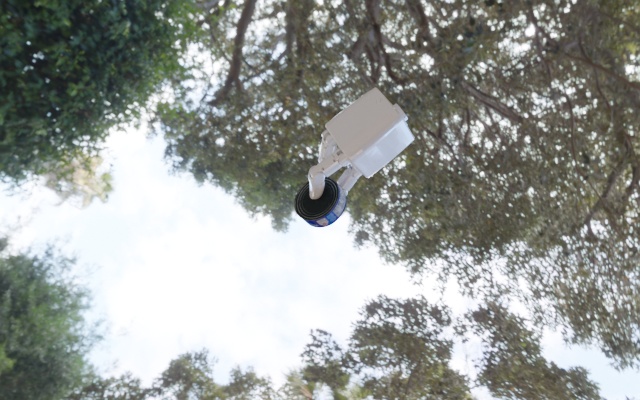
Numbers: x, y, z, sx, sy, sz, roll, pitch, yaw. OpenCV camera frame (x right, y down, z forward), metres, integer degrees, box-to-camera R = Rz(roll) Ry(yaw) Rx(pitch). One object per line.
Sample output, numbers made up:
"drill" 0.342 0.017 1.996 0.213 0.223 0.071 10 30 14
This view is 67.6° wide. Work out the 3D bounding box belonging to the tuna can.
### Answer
"tuna can" 0.000 0.003 0.813 0.086 0.086 0.034 0 -28 32
